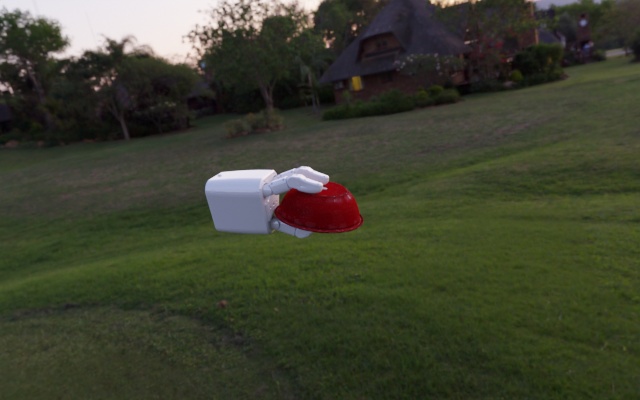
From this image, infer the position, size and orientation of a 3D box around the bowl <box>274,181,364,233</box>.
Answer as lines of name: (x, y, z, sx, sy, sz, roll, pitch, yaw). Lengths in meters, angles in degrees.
bowl: (0.002, 0.002, 0.852, 0.162, 0.055, 0.162, 6, 19, -2)
